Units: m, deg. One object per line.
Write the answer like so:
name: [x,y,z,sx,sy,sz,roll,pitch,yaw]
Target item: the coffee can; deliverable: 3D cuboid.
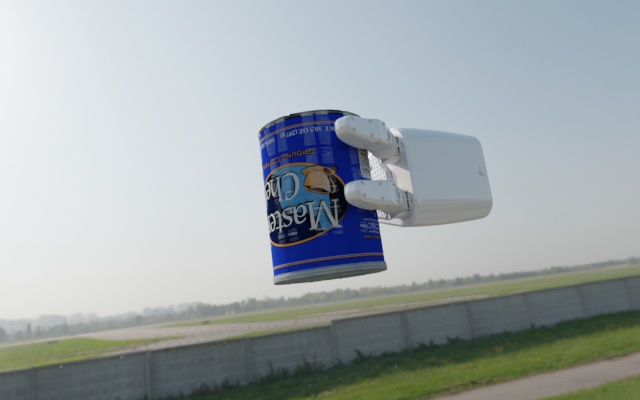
coffee can: [0.000,0.002,0.440,0.103,0.140,0.103,-7,-11,-1]
